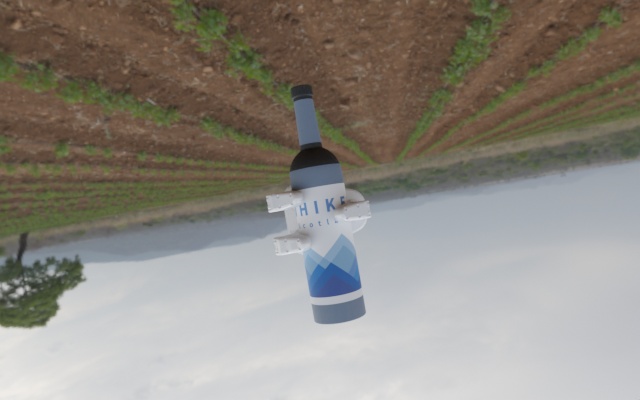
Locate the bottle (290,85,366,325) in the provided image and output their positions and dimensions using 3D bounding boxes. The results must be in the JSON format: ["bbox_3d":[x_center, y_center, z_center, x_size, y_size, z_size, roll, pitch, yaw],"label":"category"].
[{"bbox_3d":[0.000,0.002,0.603,0.069,0.295,0.069,-10,0,0],"label":"bottle"}]
